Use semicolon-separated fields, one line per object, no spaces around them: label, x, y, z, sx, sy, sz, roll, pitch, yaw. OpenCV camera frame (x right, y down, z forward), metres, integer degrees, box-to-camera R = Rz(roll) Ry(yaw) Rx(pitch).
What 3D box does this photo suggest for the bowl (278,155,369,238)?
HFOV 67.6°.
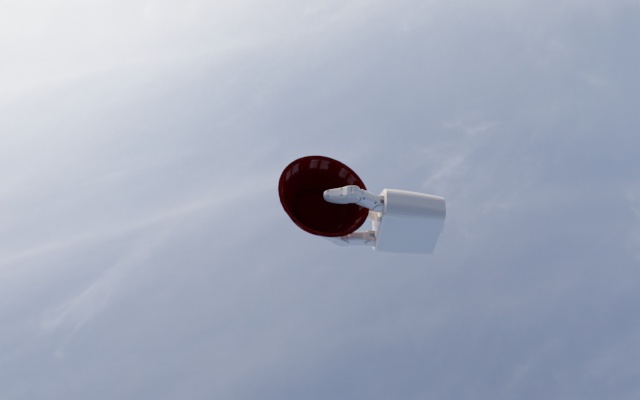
bowl;-0.001;0.002;0.819;0.162;0.162;0.055;0;-31;-20
